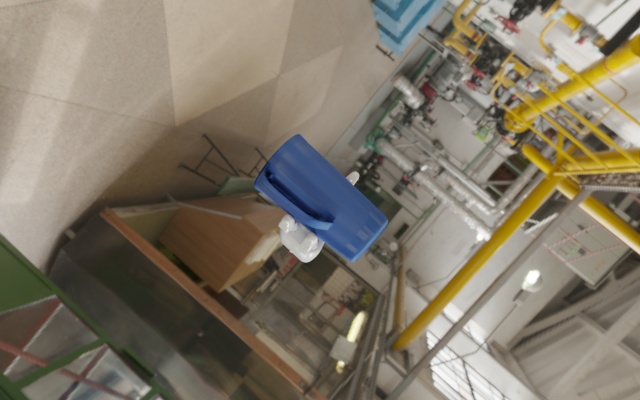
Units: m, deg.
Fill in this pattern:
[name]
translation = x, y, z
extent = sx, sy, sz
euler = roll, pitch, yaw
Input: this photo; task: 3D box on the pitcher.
[pitcher]
translation = 0.000, 0.003, 0.888
extent = 0.243, 0.149, 0.145
euler = 41, -20, 6
